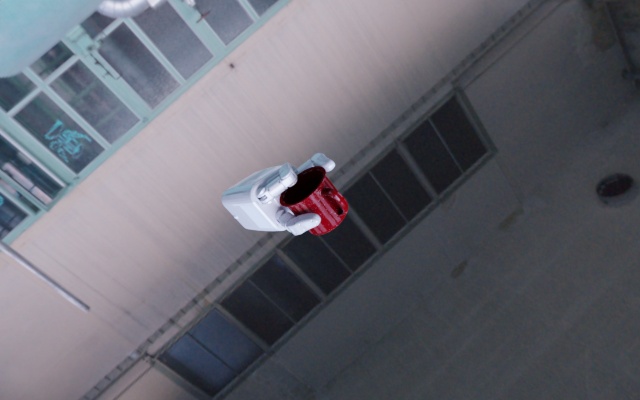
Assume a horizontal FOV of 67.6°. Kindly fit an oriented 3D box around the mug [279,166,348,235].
[{"bbox_3d":[0.001,0.003,0.789,0.117,0.093,0.081,-3,-45,48],"label":"mug"}]
